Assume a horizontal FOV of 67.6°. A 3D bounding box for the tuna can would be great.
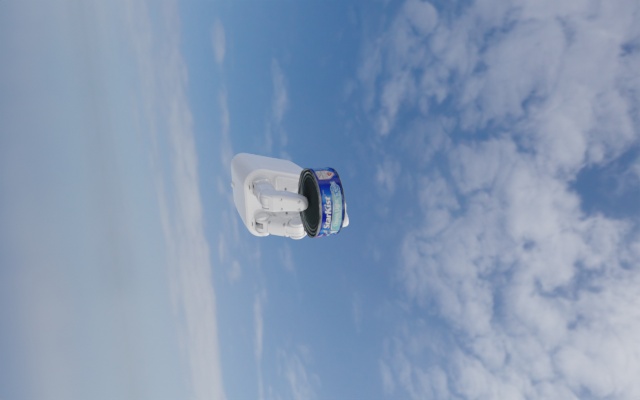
[{"bbox_3d":[0.001,0.002,0.588,0.034,0.086,0.086,-5,2,-19],"label":"tuna can"}]
